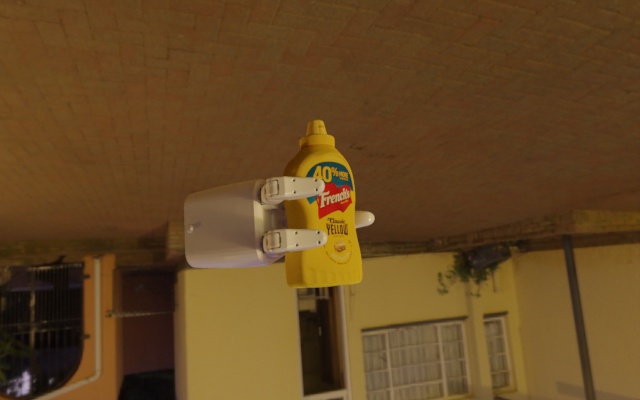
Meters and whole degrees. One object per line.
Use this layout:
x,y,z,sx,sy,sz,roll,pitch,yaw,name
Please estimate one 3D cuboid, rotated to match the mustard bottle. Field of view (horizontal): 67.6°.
0.000,0.002,0.549,0.096,0.191,0.058,4,-12,-42,mustard bottle
